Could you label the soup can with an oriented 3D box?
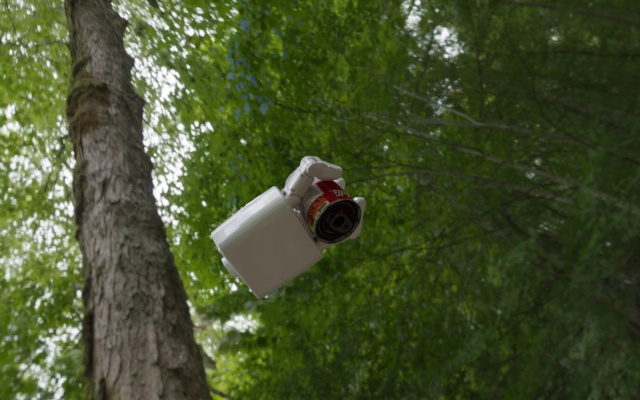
[{"bbox_3d":[0.000,0.002,0.644,0.068,0.068,0.102,0,31,-32],"label":"soup can"}]
